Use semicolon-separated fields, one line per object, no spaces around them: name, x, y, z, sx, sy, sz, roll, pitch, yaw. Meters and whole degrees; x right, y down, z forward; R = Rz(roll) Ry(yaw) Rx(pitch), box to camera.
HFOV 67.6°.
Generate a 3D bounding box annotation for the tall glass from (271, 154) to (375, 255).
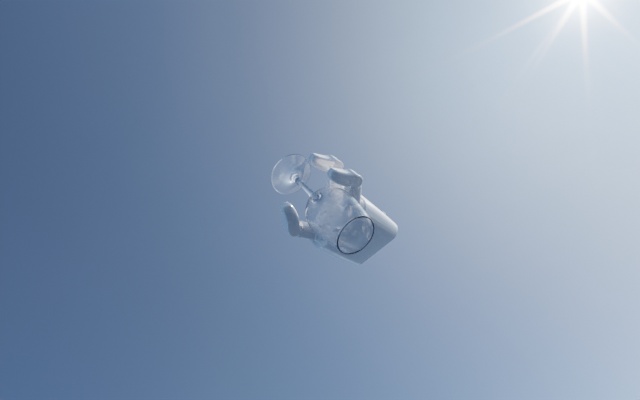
tall glass;0.000;0.002;0.726;0.079;0.079;0.201;0;28;-34
